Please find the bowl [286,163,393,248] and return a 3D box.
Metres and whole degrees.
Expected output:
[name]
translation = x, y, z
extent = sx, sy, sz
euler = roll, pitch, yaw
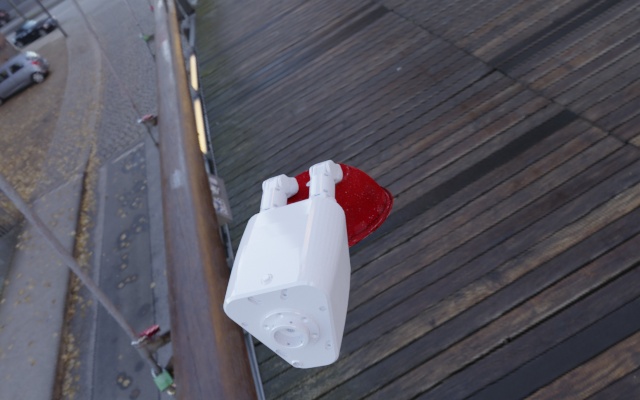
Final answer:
[bowl]
translation = 0.000, 0.001, 0.560
extent = 0.162, 0.055, 0.162
euler = -20, 23, 9
